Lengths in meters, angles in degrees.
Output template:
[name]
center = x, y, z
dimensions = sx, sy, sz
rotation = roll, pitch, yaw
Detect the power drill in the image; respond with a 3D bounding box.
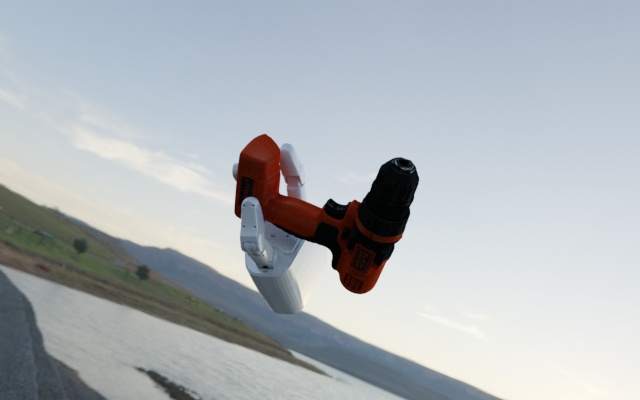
[power drill]
center = 0.000, 0.002, 0.512
dimensions = 0.187, 0.185, 0.057
rotation = 28, 42, 14
